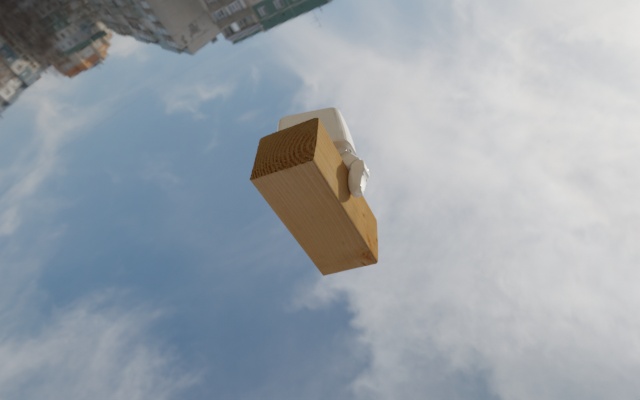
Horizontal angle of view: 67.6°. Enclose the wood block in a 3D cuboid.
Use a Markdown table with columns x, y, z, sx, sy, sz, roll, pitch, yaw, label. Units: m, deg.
| x | y | z | sx | sy | sz | roll | pitch | yaw | label |
| --- | --- | --- | --- | --- | --- | --- | --- | --- | --- |
| 0.000 | 0.002 | 0.659 | 0.091 | 0.090 | 0.206 | -17 | -49 | 21 | wood block |
